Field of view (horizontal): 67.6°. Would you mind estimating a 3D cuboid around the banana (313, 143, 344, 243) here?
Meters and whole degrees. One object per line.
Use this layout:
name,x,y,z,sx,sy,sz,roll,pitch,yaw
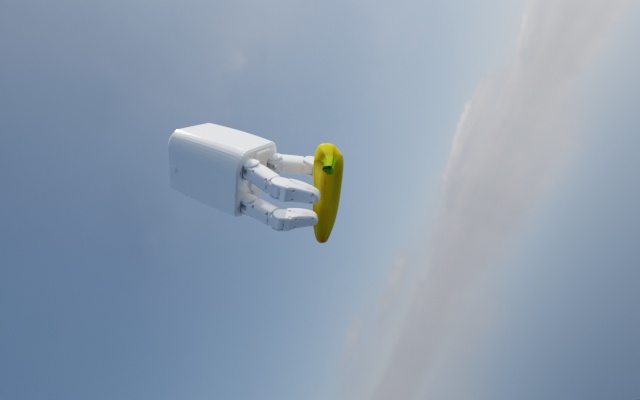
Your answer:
banana,0.006,-0.015,0.613,0.037,0.069,0.198,15,-29,9
